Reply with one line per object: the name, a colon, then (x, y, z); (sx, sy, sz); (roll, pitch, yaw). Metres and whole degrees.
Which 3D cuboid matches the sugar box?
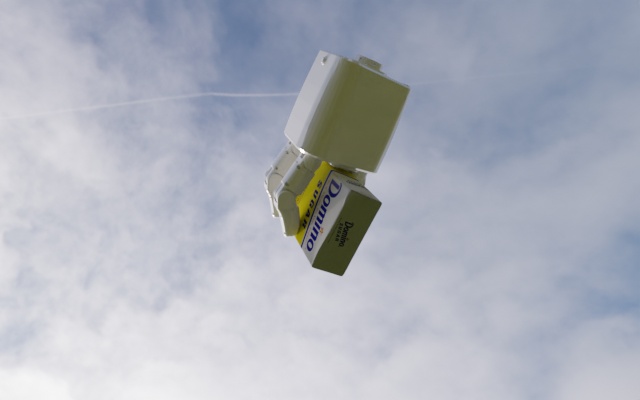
sugar box: (0.000, 0.001, 0.556); (0.048, 0.093, 0.176); (21, 14, -23)
